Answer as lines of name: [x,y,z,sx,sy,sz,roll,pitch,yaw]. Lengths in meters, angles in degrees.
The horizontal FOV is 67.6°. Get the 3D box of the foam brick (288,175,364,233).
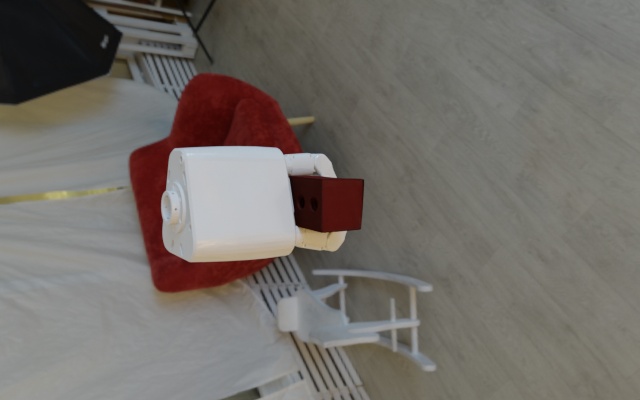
foam brick: [0.000,0.002,0.492,0.051,0.053,0.078,-2,5,-36]
